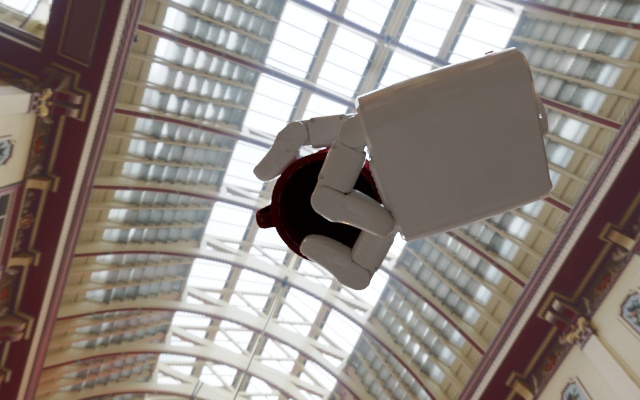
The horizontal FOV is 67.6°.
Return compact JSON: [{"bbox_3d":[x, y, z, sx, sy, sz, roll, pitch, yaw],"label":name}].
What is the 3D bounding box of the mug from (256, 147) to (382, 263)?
[{"bbox_3d":[-0.001,0.002,0.419,0.117,0.093,0.081,-17,11,12],"label":"mug"}]
